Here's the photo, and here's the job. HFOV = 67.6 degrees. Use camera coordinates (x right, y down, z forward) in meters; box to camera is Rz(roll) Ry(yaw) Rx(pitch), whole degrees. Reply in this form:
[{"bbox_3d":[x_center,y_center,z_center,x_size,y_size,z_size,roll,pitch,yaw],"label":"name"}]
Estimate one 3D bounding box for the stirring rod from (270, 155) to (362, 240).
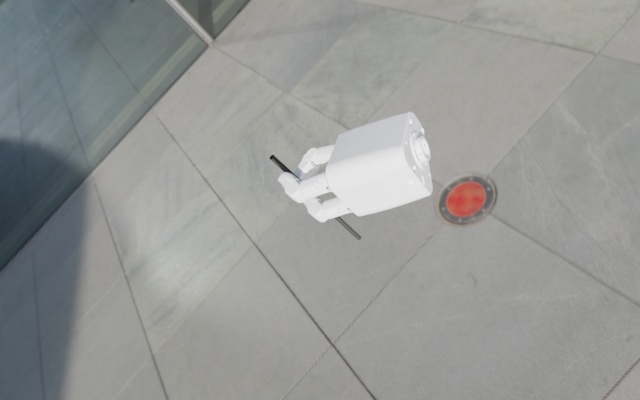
[{"bbox_3d":[0.000,0.002,0.723,0.011,0.011,0.240,0,-30,39],"label":"stirring rod"}]
